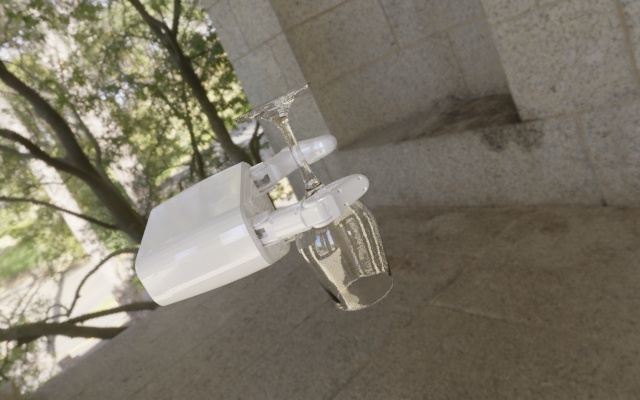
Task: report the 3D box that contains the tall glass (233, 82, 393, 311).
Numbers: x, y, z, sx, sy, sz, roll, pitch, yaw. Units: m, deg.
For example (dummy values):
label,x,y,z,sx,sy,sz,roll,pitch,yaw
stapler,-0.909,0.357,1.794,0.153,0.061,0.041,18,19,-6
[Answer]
label,x,y,z,sx,sy,sz,roll,pitch,yaw
tall glass,0.000,0.001,0.434,0.079,0.201,0.079,-24,16,7
